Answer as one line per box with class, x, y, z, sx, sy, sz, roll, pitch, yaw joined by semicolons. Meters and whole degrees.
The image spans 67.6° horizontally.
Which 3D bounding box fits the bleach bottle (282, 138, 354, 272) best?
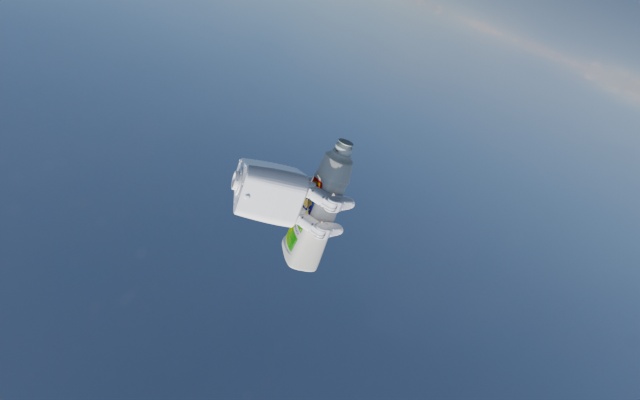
bleach bottle;0.000;0.003;0.865;0.068;0.251;0.102;12;26;-18
